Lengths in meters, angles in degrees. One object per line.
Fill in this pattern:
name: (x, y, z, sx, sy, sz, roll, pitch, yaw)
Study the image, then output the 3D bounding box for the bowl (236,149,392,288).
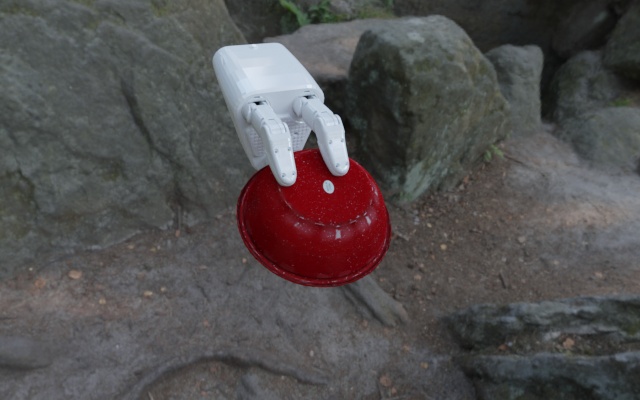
bowl: (0.001, 0.002, 0.470, 0.162, 0.162, 0.055, 0, -36, -14)
